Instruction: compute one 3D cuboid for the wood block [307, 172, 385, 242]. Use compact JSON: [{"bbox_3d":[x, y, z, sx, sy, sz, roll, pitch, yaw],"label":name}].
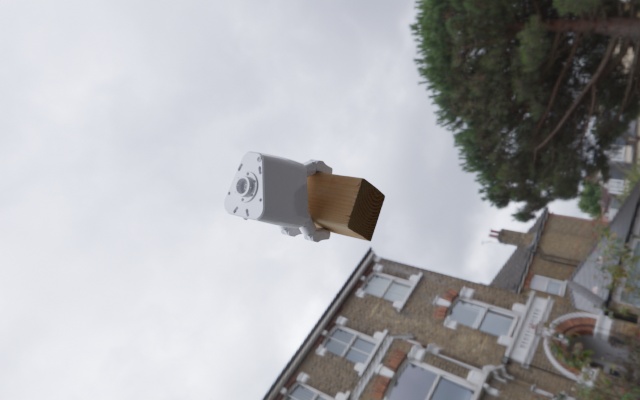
[{"bbox_3d":[0.000,0.002,0.875,0.206,0.091,0.090,11,-13,37],"label":"wood block"}]
